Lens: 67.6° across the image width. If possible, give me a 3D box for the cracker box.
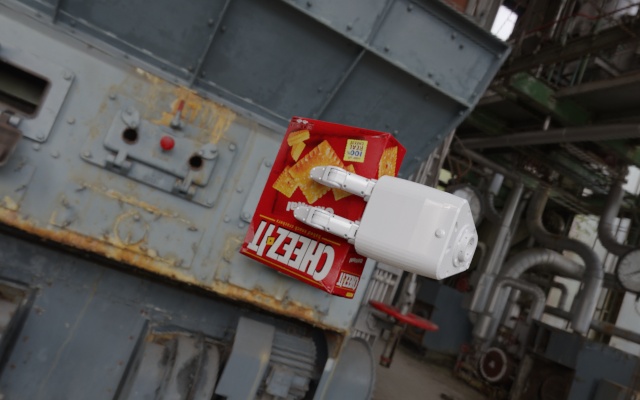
[{"bbox_3d":[0.000,0.002,0.650,0.164,0.213,0.072,18,-6,34],"label":"cracker box"}]
